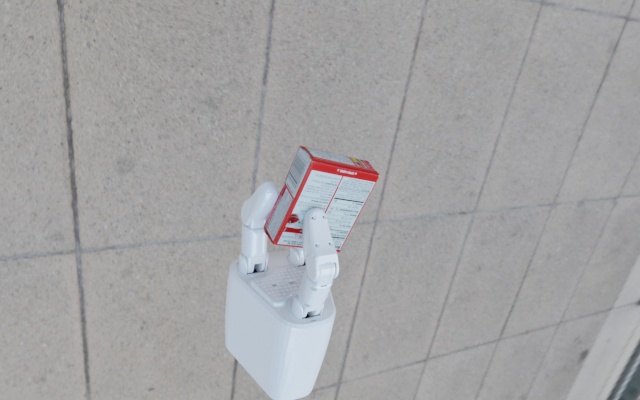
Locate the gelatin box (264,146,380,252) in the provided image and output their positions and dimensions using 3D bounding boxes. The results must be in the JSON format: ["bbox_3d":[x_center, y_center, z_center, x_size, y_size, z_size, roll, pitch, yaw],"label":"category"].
[{"bbox_3d":[0.000,0.001,0.422,0.073,0.089,0.030,9,29,-34],"label":"gelatin box"}]
